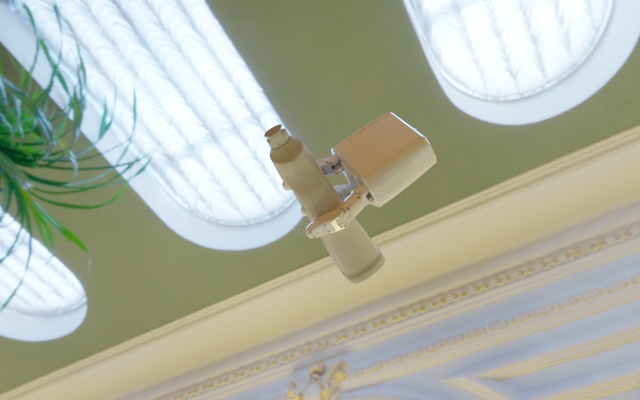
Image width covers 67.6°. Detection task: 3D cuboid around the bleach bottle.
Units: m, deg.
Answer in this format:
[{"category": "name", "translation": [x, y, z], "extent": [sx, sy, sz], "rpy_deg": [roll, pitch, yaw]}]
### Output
[{"category": "bleach bottle", "translation": [0.000, 0.002, 0.683], "extent": [0.068, 0.251, 0.102], "rpy_deg": [-36, 29, -4]}]
